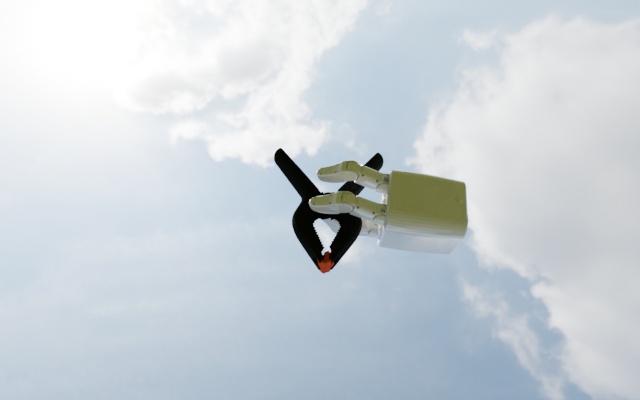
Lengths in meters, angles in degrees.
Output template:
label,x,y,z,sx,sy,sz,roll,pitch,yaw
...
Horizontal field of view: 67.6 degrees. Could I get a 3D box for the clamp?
label,x,y,z,sx,sy,sz,roll,pitch,yaw
clamp,0.000,0.003,0.669,0.164,0.209,0.036,7,-38,4
